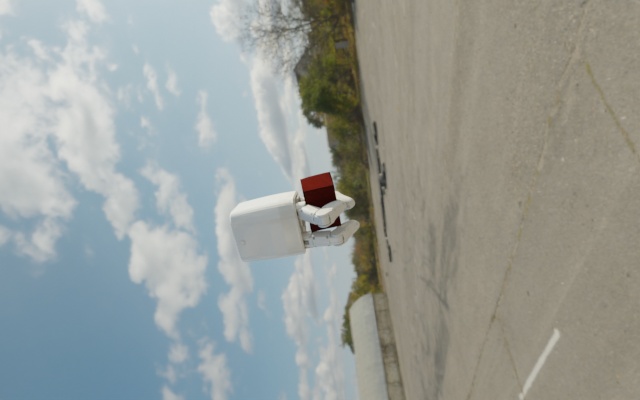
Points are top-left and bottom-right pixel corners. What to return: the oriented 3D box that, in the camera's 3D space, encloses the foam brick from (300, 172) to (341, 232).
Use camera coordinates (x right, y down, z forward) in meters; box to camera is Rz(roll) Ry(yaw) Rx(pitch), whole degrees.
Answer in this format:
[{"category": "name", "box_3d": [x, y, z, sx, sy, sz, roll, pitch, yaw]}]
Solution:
[{"category": "foam brick", "box_3d": [0.000, 0.002, 0.778, 0.051, 0.078, 0.053, -12, 27, -1]}]
